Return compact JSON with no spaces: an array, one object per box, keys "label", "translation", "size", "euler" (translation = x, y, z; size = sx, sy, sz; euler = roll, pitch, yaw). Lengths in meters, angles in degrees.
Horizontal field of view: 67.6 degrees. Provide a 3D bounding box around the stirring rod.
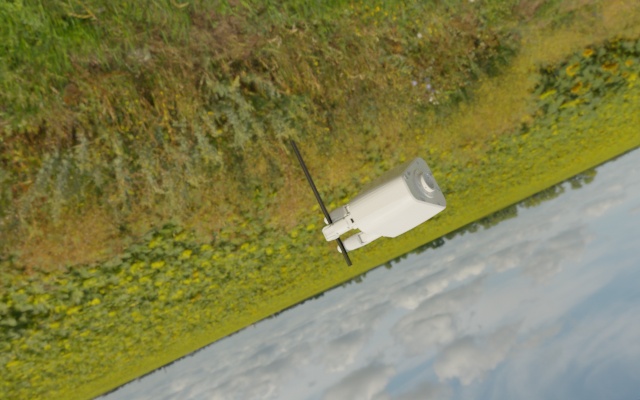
[{"label":"stirring rod","translation":[0.000,0.003,0.823],"size":[0.011,0.239,0.011],"euler":[-24,-10,-5]}]
